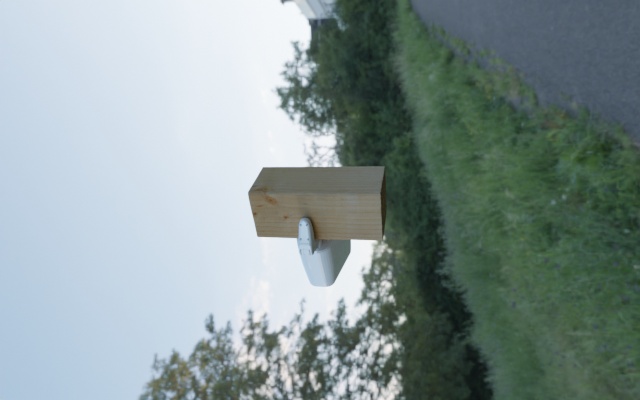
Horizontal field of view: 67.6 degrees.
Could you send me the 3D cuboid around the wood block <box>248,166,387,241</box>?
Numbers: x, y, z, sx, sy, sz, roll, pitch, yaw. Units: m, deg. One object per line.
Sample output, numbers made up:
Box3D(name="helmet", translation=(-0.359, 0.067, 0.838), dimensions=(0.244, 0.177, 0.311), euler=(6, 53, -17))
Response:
Box3D(name="wood block", translation=(0.000, 0.003, 0.774), dimensions=(0.206, 0.090, 0.090), euler=(0, 32, 12))
